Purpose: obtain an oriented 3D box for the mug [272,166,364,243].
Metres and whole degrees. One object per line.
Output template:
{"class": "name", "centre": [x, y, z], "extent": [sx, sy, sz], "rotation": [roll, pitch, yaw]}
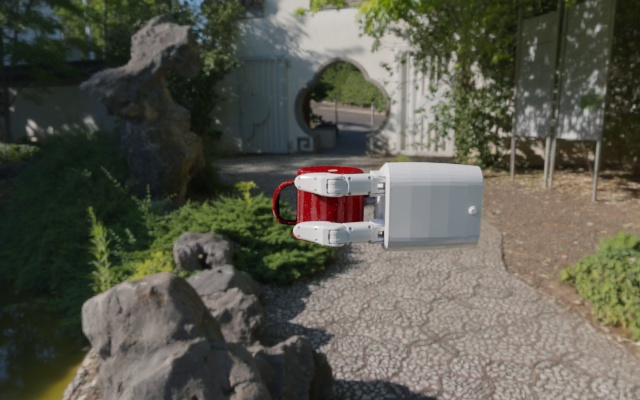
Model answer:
{"class": "mug", "centre": [-0.001, 0.002, 0.580], "extent": [0.117, 0.081, 0.093], "rotation": [0, 10, -3]}
